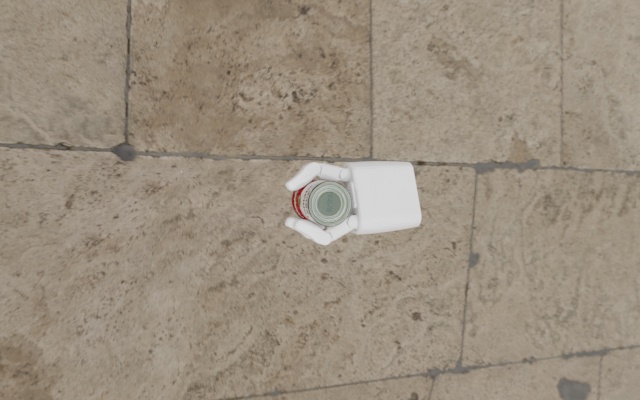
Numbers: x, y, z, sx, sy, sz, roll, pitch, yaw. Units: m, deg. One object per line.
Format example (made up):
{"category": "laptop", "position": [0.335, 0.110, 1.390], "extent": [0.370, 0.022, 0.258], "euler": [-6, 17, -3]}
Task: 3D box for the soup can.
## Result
{"category": "soup can", "position": [0.000, 0.002, 0.728], "extent": [0.068, 0.068, 0.102], "euler": [0, 3, -16]}
